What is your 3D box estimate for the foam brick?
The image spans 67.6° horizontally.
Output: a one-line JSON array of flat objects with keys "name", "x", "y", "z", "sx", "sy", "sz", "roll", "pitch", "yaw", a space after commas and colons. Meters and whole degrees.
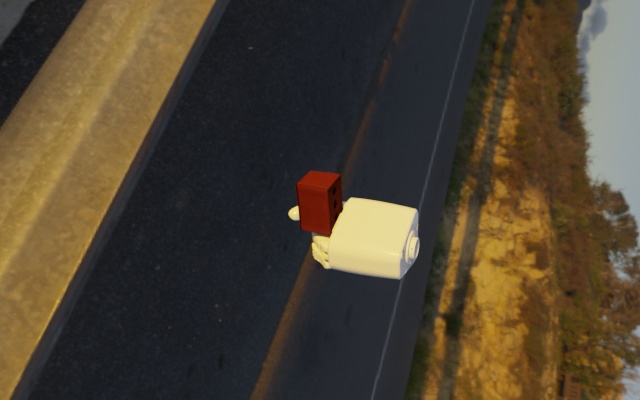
[{"name": "foam brick", "x": 0.000, "y": 0.002, "z": 0.704, "sx": 0.051, "sy": 0.078, "sz": 0.053, "roll": 8, "pitch": 31, "yaw": 24}]
